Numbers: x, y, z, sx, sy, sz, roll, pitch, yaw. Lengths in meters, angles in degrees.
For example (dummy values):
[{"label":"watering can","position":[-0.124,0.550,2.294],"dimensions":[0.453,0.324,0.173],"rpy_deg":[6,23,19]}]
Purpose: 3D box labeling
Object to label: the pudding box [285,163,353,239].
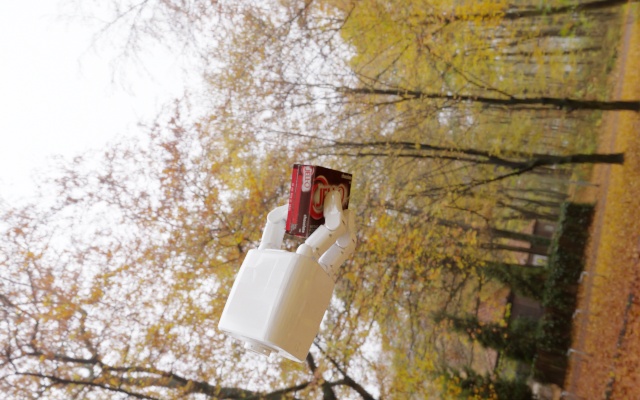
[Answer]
[{"label":"pudding box","position":[0.000,0.002,0.627],"dimensions":[0.039,0.090,0.113],"rpy_deg":[9,2,25]}]
